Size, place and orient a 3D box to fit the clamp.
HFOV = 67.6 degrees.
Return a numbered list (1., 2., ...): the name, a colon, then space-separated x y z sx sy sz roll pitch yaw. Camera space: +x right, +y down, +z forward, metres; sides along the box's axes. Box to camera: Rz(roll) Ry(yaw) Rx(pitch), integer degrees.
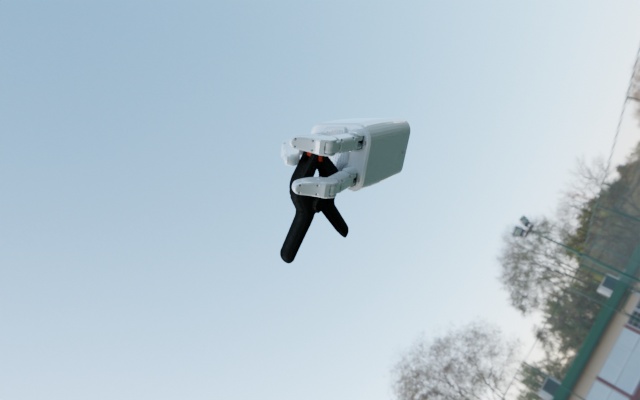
1. clamp: 0.000 0.002 0.680 0.120 0.171 0.039 -17 36 -42
